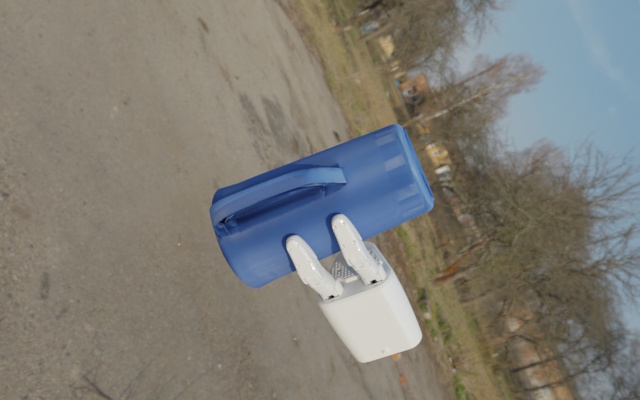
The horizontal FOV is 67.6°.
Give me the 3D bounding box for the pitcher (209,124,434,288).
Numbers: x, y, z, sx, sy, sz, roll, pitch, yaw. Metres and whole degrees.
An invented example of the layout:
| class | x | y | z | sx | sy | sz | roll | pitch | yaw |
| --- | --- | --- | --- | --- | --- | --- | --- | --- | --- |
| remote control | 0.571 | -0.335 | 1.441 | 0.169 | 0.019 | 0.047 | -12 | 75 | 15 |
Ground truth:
| class | x | y | z | sx | sy | sz | roll | pitch | yaw |
| --- | --- | --- | --- | --- | --- | --- | --- | --- | --- |
| pitcher | 0.000 | 0.002 | 0.561 | 0.243 | 0.145 | 0.149 | -23 | 23 | 14 |
